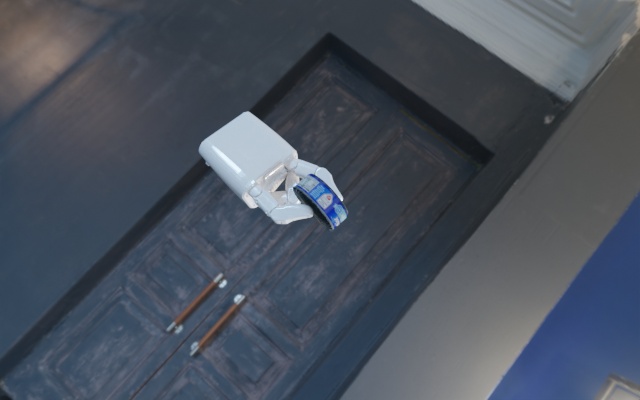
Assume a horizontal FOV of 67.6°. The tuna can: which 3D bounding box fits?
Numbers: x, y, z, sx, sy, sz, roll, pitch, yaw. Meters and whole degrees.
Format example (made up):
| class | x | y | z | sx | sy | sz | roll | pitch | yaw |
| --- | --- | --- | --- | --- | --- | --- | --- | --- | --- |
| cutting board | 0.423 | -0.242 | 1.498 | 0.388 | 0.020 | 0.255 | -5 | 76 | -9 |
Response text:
| class | x | y | z | sx | sy | sz | roll | pitch | yaw |
| --- | --- | --- | --- | --- | --- | --- | --- | --- | --- |
| tuna can | 0.001 | 0.002 | 0.693 | 0.033 | 0.086 | 0.086 | -42 | 9 | -11 |
